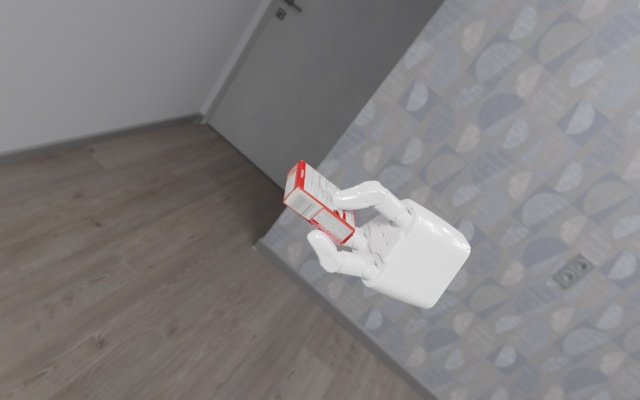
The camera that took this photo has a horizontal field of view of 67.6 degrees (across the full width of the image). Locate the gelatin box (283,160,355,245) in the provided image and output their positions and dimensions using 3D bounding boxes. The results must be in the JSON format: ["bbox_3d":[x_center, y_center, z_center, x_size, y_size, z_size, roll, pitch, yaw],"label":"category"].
[{"bbox_3d":[0.000,0.001,0.559,0.089,0.030,0.073,38,23,-18],"label":"gelatin box"}]
